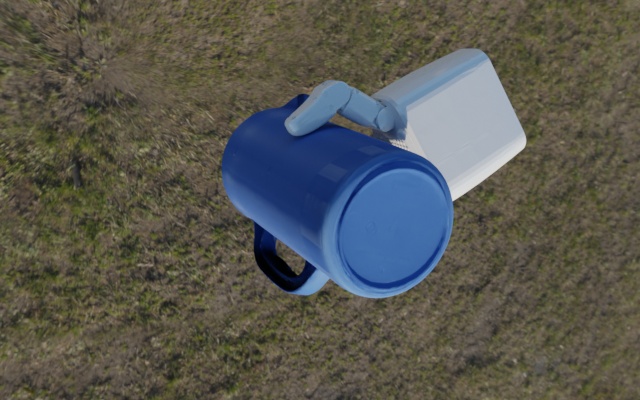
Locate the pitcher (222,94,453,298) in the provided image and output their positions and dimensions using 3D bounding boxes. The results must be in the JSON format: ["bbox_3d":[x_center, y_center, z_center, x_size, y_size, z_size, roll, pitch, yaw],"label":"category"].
[{"bbox_3d":[0.000,0.001,0.432,0.145,0.149,0.242,-32,25,-14],"label":"pitcher"}]
